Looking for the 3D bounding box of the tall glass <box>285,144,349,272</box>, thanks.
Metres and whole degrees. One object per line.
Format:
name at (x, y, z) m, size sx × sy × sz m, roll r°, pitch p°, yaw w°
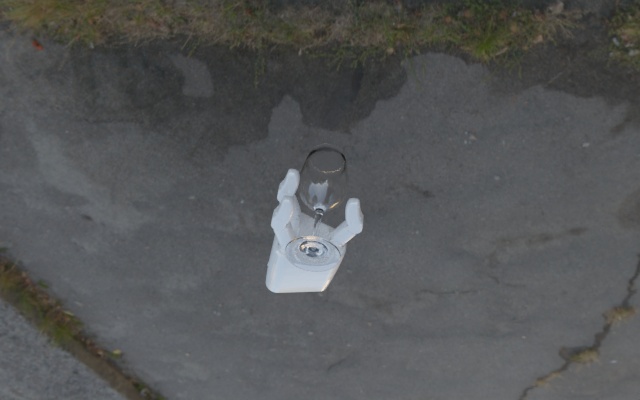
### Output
tall glass at (0.000, 0.003, 0.699) m, size 0.079 × 0.200 × 0.079 m, roll 4°, pitch -44°, yaw 4°
